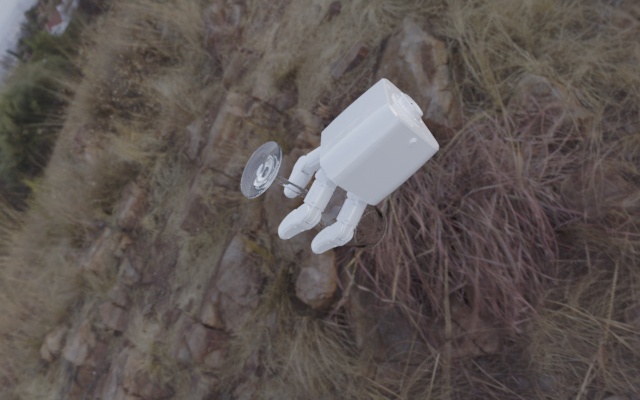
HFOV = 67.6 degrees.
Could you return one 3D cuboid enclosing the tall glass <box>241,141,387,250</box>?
[{"bbox_3d":[-0.001,0.002,0.619,0.201,0.079,0.079,29,-18,-36],"label":"tall glass"}]
